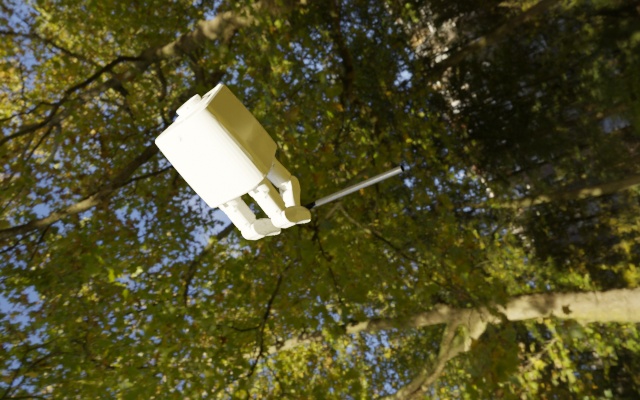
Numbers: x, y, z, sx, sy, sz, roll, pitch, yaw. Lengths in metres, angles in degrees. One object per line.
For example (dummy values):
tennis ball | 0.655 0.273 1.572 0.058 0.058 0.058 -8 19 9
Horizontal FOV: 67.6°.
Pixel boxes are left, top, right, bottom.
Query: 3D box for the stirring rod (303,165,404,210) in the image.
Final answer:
stirring rod | 0.000 0.002 0.603 0.239 0.011 0.011 -22 -13 35
